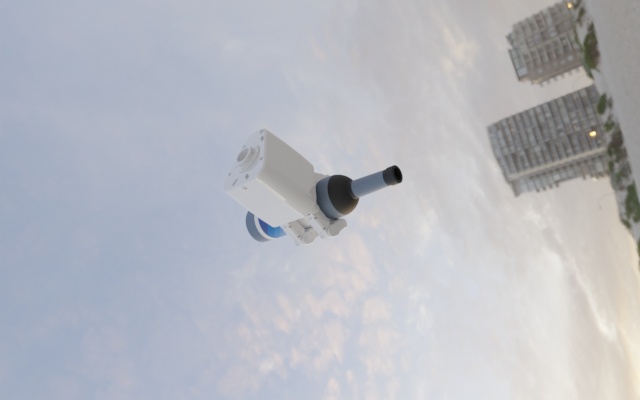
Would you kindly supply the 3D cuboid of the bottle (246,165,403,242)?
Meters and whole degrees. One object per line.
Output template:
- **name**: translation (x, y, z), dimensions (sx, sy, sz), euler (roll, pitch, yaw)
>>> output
- **bottle**: translation (0.000, 0.003, 0.764), dimensions (0.296, 0.069, 0.069), euler (-20, -13, 38)
